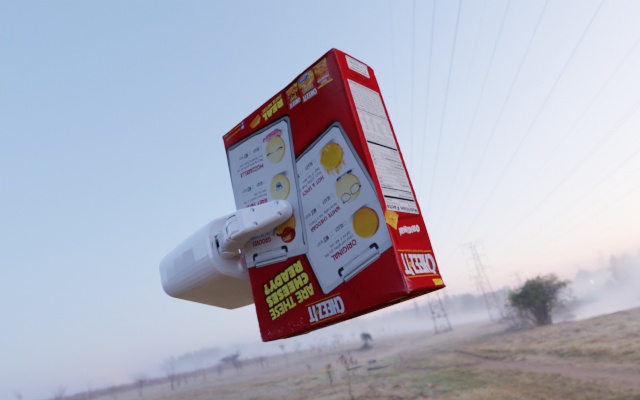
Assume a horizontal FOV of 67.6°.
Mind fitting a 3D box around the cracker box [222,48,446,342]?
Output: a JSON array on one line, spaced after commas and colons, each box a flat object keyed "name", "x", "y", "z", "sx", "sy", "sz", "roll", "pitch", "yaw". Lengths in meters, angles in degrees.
[{"name": "cracker box", "x": 0.000, "y": 0.001, "z": 0.436, "sx": 0.164, "sy": 0.213, "sz": 0.072, "roll": -29, "pitch": -22, "yaw": 36}]
